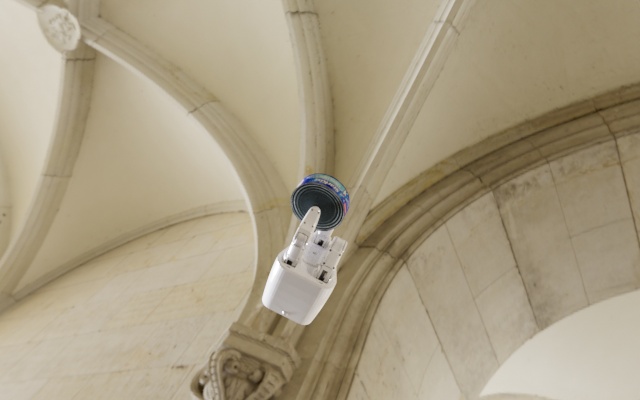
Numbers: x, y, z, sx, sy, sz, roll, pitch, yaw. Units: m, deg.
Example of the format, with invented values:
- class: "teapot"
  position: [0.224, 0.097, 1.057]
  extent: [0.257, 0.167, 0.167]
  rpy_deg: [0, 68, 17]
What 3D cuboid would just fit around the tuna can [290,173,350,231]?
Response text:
- class: "tuna can"
  position: [0.000, 0.002, 0.723]
  extent: [0.086, 0.086, 0.033]
  rpy_deg: [0, 32, 24]
